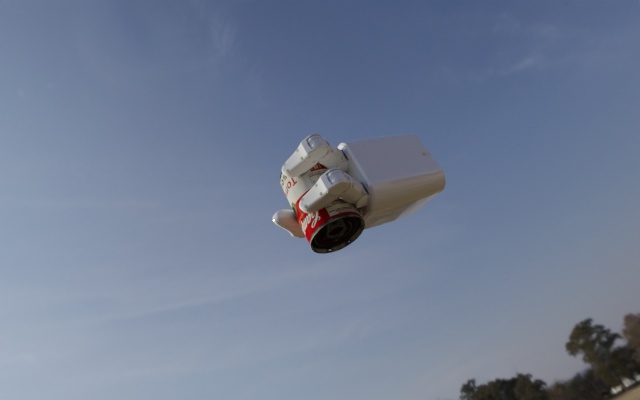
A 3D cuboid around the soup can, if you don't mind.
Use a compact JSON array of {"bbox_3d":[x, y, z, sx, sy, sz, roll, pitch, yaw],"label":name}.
[{"bbox_3d":[-0.001,0.002,0.564,0.068,0.102,0.069,-19,-34,-13],"label":"soup can"}]
